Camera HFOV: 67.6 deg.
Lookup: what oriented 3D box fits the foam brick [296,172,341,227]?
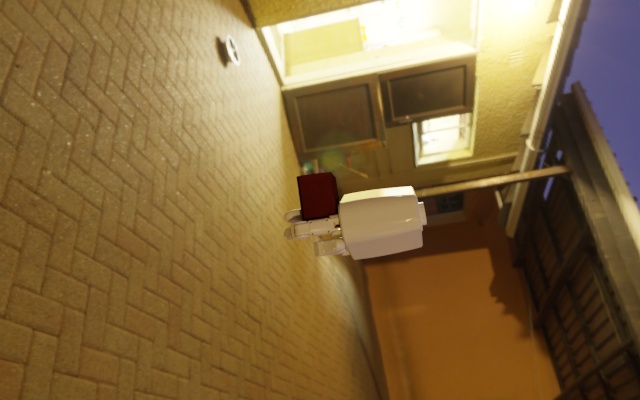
[{"bbox_3d":[0.000,0.002,0.697,0.051,0.078,0.053,-10,-8,10],"label":"foam brick"}]
